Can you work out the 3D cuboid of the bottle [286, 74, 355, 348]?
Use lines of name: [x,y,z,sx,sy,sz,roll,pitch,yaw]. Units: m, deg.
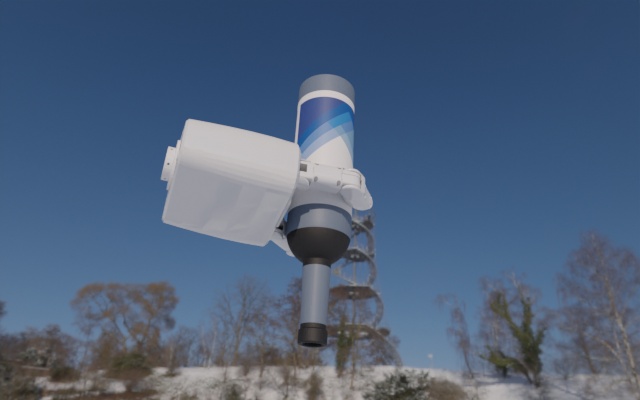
bottle: [0.000,0.001,0.503,0.069,0.295,0.069,3,-27,1]
